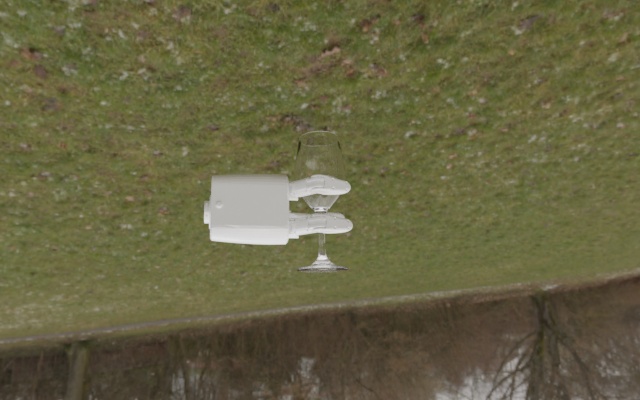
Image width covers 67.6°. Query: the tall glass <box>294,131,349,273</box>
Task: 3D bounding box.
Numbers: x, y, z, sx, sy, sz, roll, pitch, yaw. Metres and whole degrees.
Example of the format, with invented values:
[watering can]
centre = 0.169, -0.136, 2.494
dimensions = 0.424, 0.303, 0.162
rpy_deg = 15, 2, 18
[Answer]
[tall glass]
centre = 0.000, 0.003, 0.703
dimensions = 0.079, 0.201, 0.079
rpy_deg = -1, -14, 0
